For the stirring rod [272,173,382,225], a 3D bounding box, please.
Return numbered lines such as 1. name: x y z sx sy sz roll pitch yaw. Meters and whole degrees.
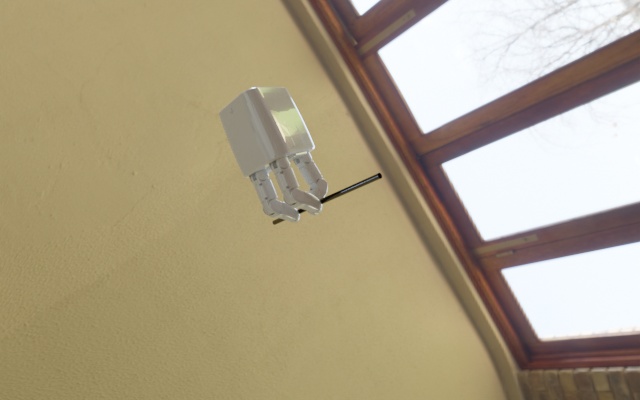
1. stirring rod: 0.000 0.002 0.696 0.011 0.011 0.239 0 -16 -41
